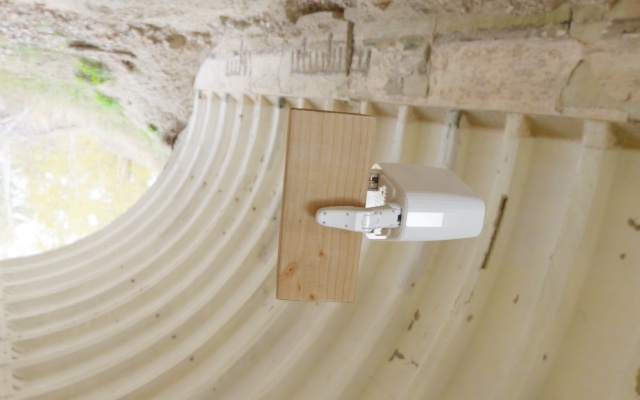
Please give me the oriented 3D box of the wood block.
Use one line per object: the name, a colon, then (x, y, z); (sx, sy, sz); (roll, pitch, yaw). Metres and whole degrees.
wood block: (0.001, 0.002, 0.546); (0.090, 0.206, 0.091); (4, 11, -7)
